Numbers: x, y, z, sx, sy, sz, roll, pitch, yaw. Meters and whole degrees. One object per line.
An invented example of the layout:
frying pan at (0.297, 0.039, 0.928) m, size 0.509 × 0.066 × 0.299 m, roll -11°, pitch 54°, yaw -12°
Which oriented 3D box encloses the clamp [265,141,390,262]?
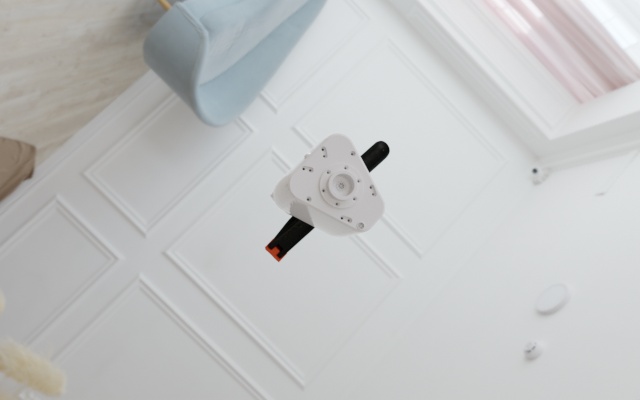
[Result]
clamp at (0.000, 0.003, 0.688) m, size 0.210 × 0.036 × 0.164 m, roll -46°, pitch 7°, yaw -12°
